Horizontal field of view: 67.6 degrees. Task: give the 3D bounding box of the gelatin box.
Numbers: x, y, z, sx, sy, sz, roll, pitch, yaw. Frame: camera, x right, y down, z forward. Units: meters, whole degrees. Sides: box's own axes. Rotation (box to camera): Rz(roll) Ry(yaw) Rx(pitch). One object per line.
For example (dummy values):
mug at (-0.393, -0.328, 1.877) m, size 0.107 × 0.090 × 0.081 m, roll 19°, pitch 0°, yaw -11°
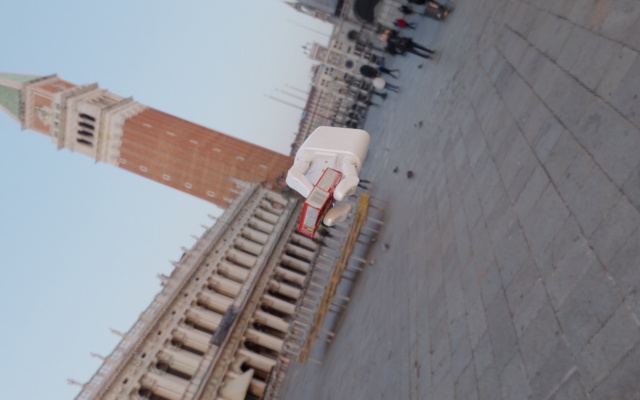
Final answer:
gelatin box at (0.000, 0.002, 0.746) m, size 0.030 × 0.089 × 0.073 m, roll 26°, pitch -41°, yaw 8°
